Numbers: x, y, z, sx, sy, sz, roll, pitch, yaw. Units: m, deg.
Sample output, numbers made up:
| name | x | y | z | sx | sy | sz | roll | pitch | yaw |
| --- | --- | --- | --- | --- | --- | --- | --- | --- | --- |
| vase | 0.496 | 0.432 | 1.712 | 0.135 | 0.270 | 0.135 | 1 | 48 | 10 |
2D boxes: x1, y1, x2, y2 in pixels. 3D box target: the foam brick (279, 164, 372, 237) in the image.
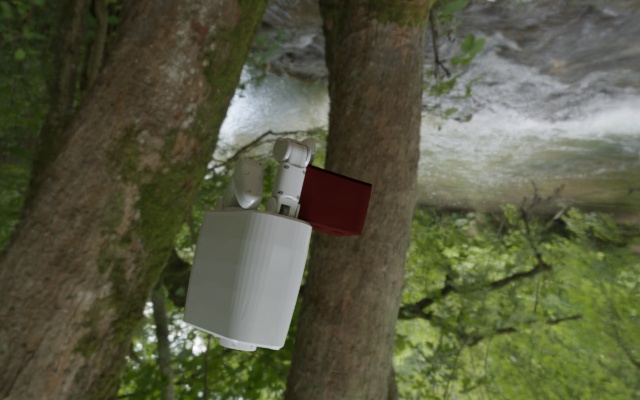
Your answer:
| name | x | y | z | sx | sy | sz | roll | pitch | yaw |
| --- | --- | --- | --- | --- | --- | --- | --- | --- | --- |
| foam brick | 0.000 | 0.001 | 0.458 | 0.078 | 0.051 | 0.053 | 16 | -13 | -23 |
